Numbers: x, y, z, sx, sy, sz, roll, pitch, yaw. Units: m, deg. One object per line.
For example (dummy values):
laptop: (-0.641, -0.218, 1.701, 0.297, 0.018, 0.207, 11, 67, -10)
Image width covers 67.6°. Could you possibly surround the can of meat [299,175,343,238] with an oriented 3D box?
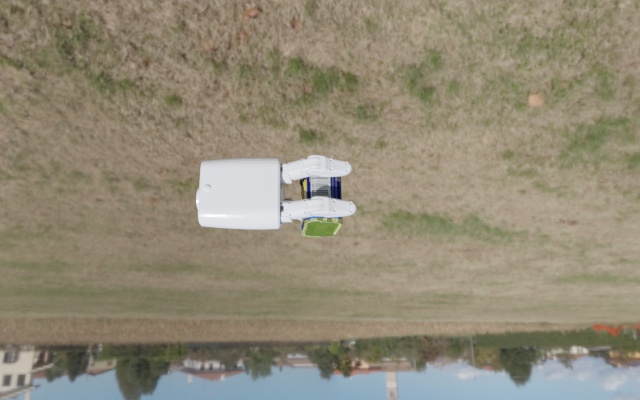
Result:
can of meat: (0.000, 0.003, 0.680, 0.057, 0.084, 0.102, 1, -17, -6)
